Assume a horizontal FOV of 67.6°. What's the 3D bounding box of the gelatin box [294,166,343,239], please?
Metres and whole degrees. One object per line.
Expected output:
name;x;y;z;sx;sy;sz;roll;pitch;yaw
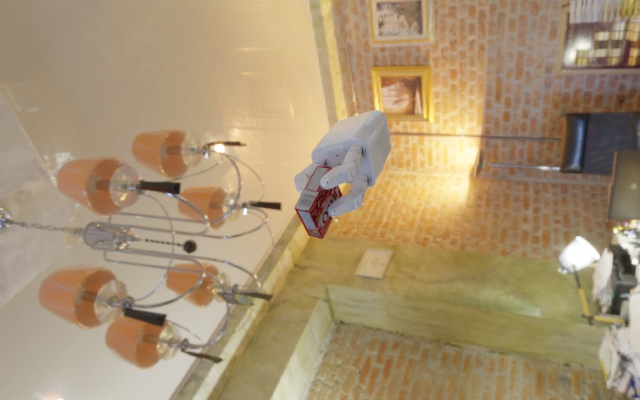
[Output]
gelatin box;0.000;0.003;0.740;0.030;0.089;0.073;10;-34;27
